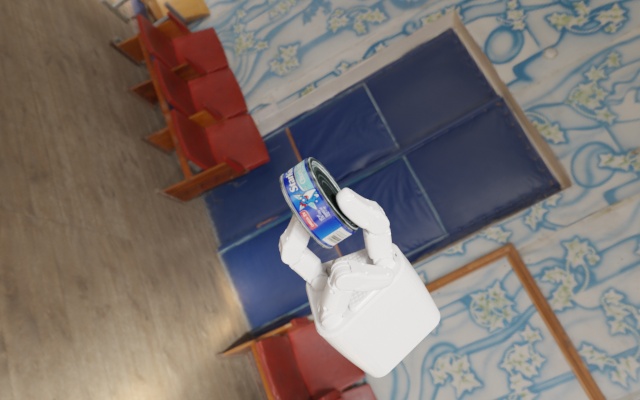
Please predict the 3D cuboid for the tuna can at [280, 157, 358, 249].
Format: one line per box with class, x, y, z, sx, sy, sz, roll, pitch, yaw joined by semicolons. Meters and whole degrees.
tuna can;0.001;0.001;0.458;0.034;0.086;0.086;-34;-9;13
